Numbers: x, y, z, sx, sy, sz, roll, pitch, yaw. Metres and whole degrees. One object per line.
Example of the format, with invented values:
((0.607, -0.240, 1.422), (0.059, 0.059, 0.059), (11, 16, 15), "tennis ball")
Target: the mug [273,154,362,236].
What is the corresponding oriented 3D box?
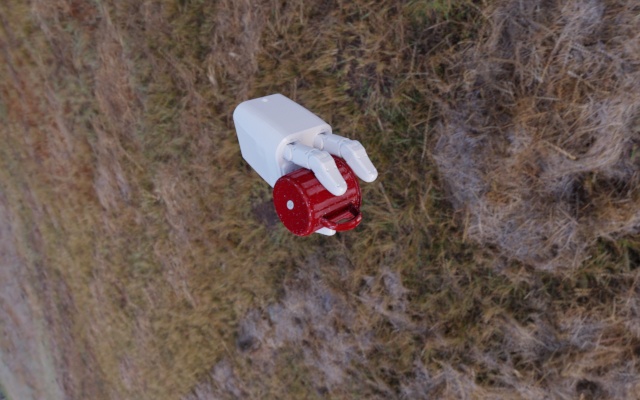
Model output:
((0.001, 0.003, 0.611), (0.081, 0.093, 0.117), (-24, 50, -35), "mug")
